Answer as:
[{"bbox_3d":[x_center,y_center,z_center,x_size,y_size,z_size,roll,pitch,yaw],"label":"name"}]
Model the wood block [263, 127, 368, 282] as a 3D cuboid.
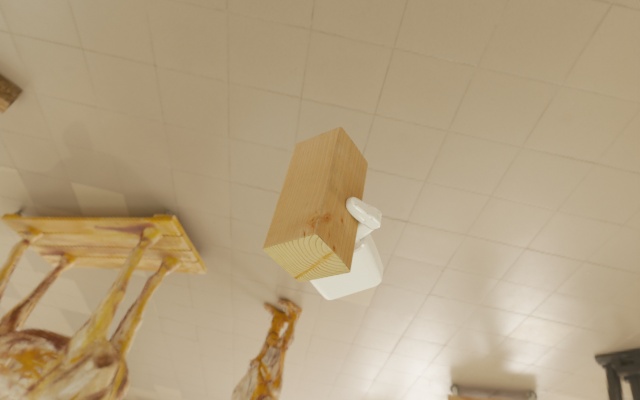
[{"bbox_3d":[0.001,0.003,0.695,0.091,0.206,0.090,-17,-48,30],"label":"wood block"}]
